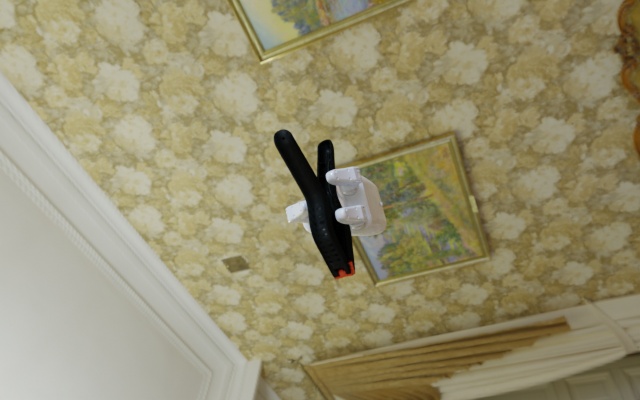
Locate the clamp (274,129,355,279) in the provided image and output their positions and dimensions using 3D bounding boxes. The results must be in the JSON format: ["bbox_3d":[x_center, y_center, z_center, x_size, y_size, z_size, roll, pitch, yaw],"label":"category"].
[{"bbox_3d":[0.000,0.003,0.646,0.036,0.210,0.164,-18,-11,23],"label":"clamp"}]
